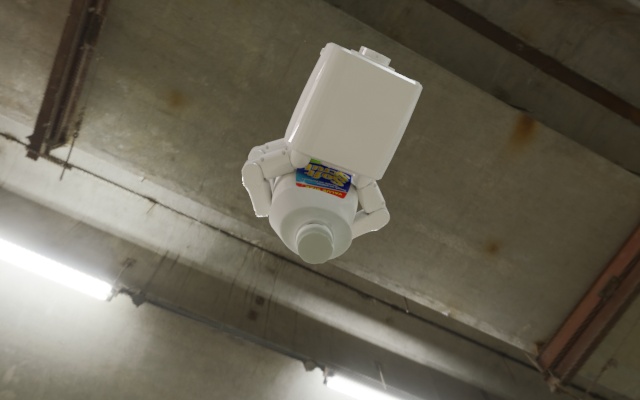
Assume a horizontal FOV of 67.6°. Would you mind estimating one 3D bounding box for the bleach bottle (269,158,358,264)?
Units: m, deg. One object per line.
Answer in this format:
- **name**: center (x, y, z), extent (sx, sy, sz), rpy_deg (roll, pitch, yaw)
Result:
- **bleach bottle**: center (0.000, 0.002, 0.502), extent (0.102, 0.068, 0.250), rpy_deg (22, 17, -9)
